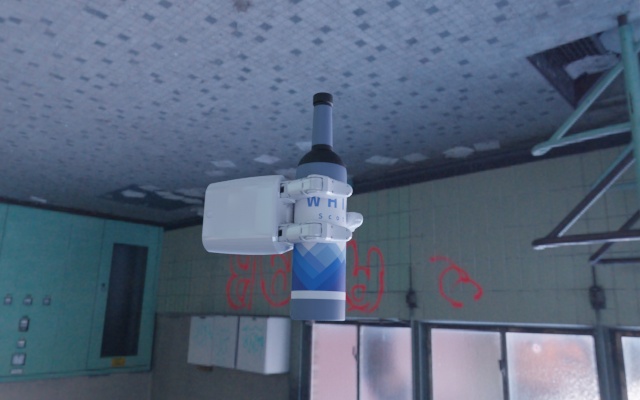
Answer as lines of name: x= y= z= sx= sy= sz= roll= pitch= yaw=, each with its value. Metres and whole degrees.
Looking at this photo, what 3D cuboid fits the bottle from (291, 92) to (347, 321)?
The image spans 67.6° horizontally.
bottle: x=0.000 y=0.002 z=0.615 sx=0.069 sy=0.295 sz=0.069 roll=1 pitch=-13 yaw=0
